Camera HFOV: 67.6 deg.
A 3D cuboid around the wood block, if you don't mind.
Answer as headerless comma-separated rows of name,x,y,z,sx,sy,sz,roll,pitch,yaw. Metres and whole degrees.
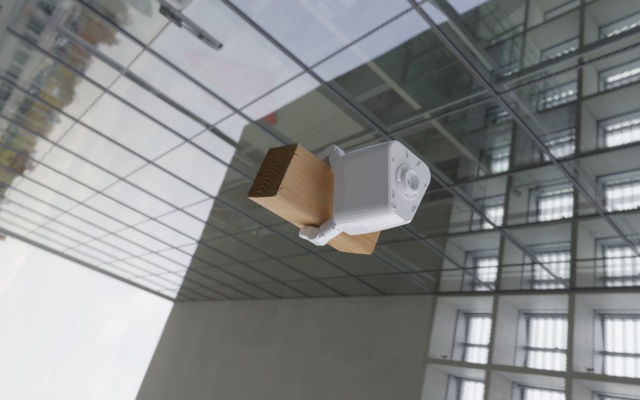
wood block,0.000,0.003,0.769,0.206,0.090,0.090,33,-19,-31
